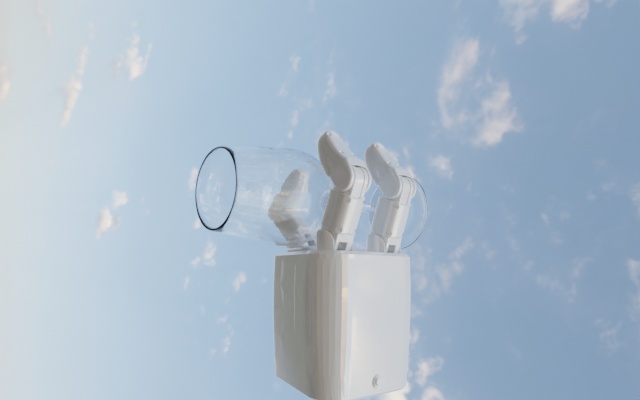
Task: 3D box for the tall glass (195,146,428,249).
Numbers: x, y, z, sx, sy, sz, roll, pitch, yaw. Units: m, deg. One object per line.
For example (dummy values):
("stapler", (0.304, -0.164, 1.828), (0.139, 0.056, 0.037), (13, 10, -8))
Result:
("tall glass", (0.001, 0.001, 0.405), (0.201, 0.079, 0.079), (8, -5, -40))
